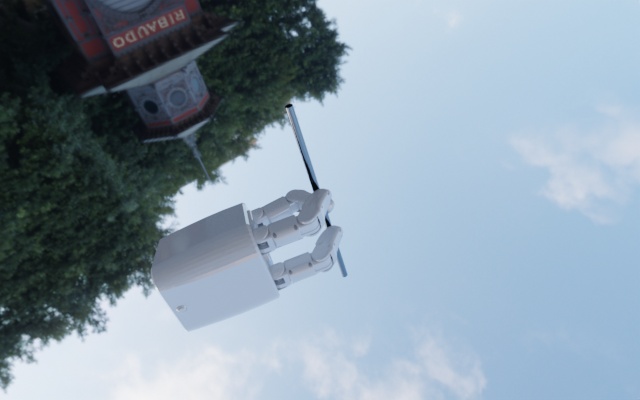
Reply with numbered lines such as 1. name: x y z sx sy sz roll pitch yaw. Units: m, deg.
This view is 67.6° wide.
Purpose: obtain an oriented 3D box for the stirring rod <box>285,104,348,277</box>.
1. stirring rod: 0.000 0.002 0.525 0.011 0.240 0.011 -11 38 9
